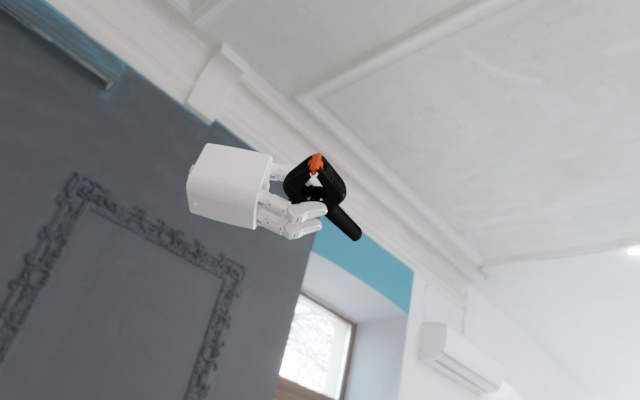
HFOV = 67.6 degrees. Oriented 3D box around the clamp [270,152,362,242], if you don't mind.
[{"bbox_3d":[0.000,0.001,0.735,0.164,0.036,0.210,12,-31,-3],"label":"clamp"}]
